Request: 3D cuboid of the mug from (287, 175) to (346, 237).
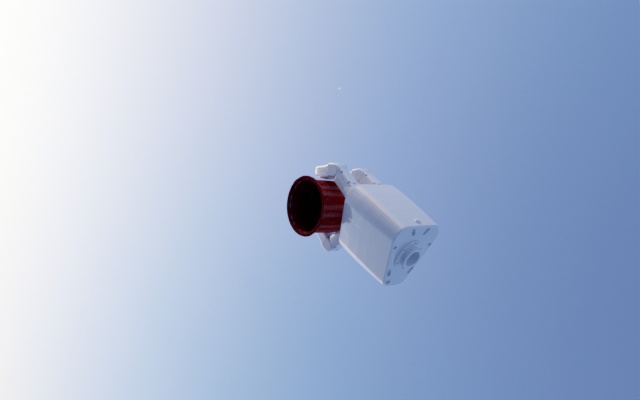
[{"bbox_3d":[-0.001,0.002,0.757,0.081,0.093,0.117,1,33,-40],"label":"mug"}]
